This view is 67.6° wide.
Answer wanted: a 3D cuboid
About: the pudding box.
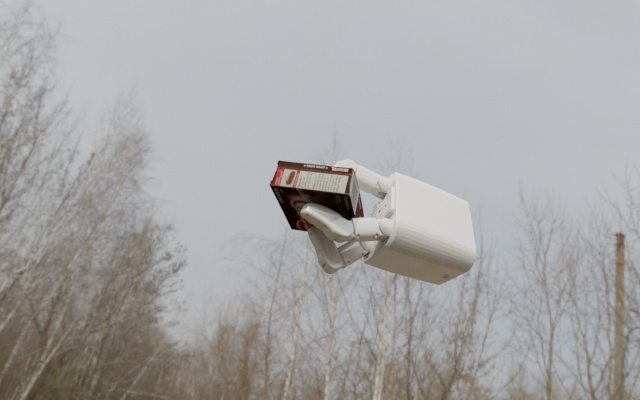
[{"bbox_3d":[0.000,0.002,0.553,0.090,0.039,0.114,6,-30,15],"label":"pudding box"}]
